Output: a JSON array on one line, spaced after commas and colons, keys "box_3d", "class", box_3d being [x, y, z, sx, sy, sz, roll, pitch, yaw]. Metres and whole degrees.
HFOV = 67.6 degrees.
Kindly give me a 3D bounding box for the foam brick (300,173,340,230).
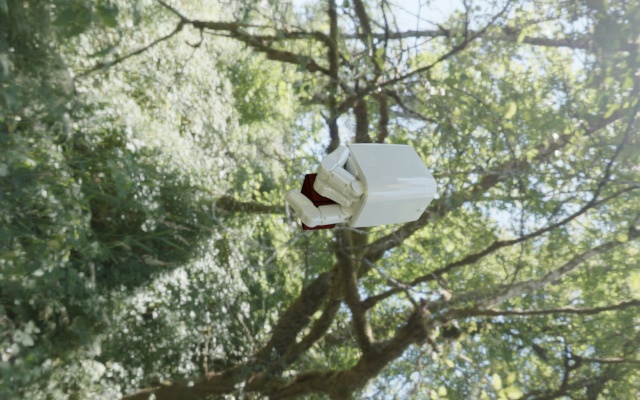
[{"box_3d": [0.000, 0.002, 0.704, 0.051, 0.053, 0.078, -3, -32, -16], "class": "foam brick"}]
